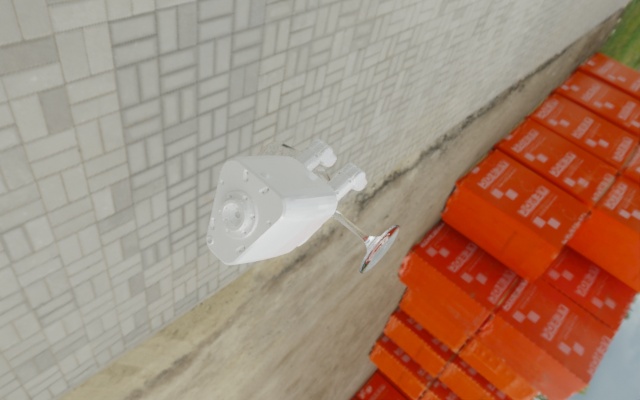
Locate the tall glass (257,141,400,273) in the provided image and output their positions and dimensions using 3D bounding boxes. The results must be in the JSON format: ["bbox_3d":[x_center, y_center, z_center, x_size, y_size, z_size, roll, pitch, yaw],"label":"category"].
[{"bbox_3d":[0.001,0.002,0.616,0.201,0.079,0.079,39,16,21],"label":"tall glass"}]
